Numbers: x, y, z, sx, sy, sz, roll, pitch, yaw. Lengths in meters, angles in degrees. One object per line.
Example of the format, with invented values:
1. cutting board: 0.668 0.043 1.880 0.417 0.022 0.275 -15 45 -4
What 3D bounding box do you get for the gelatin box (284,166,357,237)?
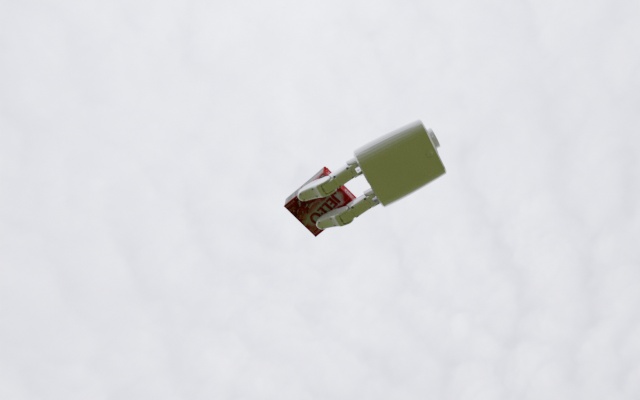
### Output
1. gelatin box: 0.000 0.002 0.731 0.089 0.073 0.030 -39 18 20
